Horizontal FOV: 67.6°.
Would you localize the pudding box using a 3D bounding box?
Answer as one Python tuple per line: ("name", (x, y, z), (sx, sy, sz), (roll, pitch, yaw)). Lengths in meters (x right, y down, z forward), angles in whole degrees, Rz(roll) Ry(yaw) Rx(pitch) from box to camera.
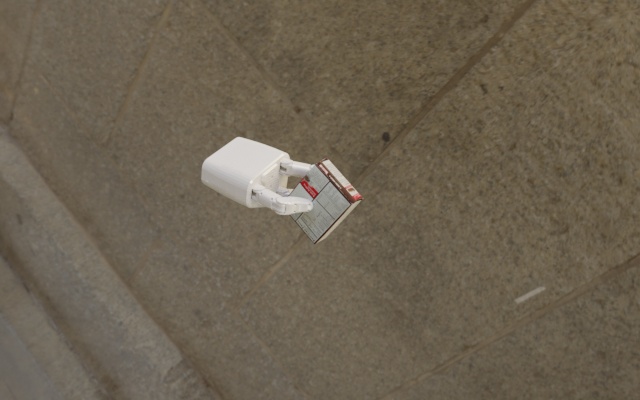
("pudding box", (0.000, 0.003, 0.767), (0.039, 0.090, 0.113), (-30, -15, -52))
